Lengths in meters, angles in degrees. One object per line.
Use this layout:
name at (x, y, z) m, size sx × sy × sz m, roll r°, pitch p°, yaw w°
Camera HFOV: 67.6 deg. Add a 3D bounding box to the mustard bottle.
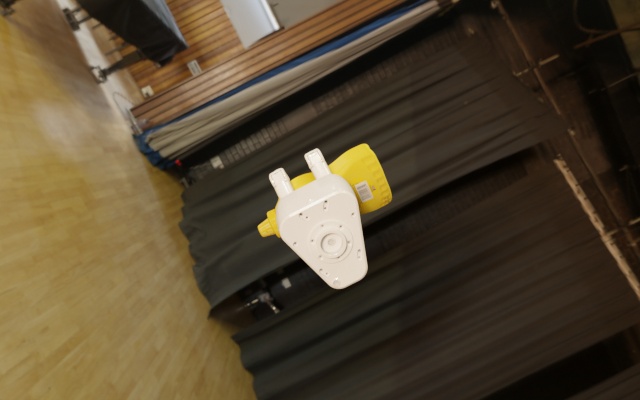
mustard bottle at (0.000, 0.002, 0.679) m, size 0.191 × 0.096 × 0.058 m, roll -27°, pitch 36°, yaw 1°
